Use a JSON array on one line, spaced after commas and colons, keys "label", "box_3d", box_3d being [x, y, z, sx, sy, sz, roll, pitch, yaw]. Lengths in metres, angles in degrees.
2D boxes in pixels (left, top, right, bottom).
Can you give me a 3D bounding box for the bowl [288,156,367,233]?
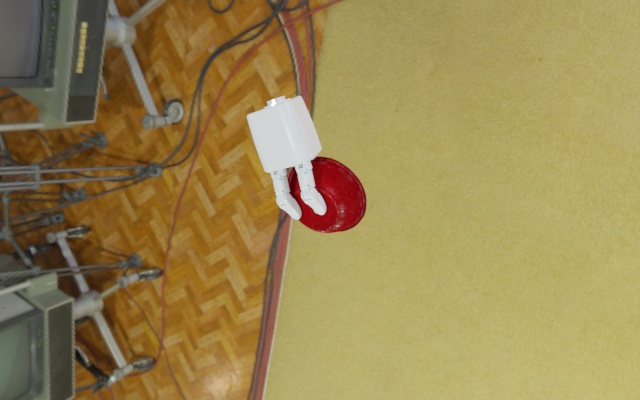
[{"label": "bowl", "box_3d": [0.001, 0.004, 0.875, 0.162, 0.162, 0.055, 0, 29, 27]}]
